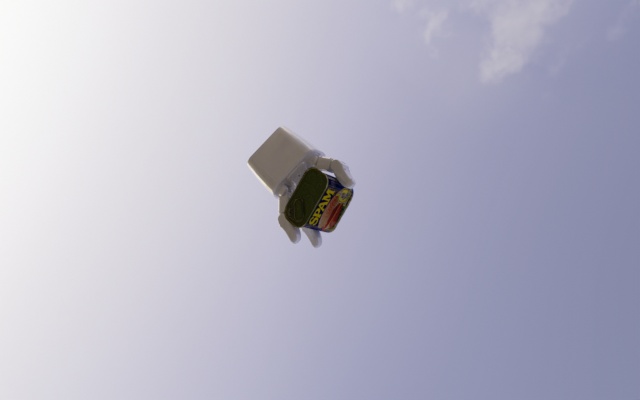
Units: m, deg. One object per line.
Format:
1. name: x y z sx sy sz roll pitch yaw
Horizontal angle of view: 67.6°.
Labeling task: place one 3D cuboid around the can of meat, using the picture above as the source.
1. can of meat: 0.000 0.003 0.816 0.084 0.102 0.057 17 16 -50
